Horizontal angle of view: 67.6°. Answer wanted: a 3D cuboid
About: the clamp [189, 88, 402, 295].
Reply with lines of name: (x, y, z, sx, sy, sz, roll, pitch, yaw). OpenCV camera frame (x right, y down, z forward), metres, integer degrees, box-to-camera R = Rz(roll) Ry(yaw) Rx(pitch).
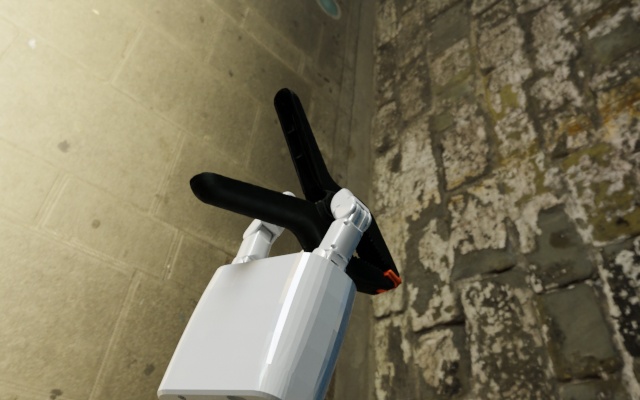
clamp: (0.001, 0.002, 0.431, 0.210, 0.164, 0.036, 43, -47, -20)
